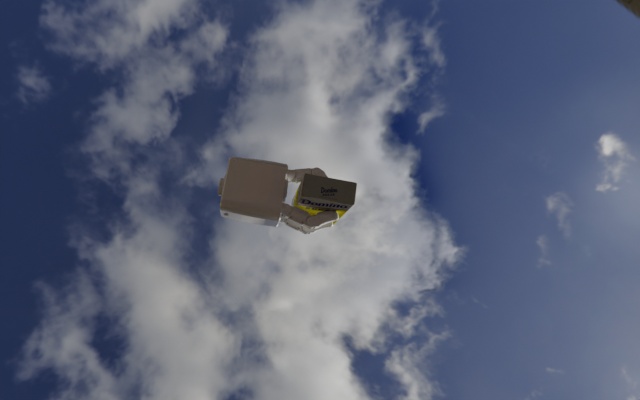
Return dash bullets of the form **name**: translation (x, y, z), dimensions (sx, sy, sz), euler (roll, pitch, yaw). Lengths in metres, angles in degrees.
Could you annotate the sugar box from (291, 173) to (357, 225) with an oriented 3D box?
- **sugar box**: translation (0.000, 0.003, 0.870), dimensions (0.093, 0.048, 0.176), euler (10, -14, -7)
